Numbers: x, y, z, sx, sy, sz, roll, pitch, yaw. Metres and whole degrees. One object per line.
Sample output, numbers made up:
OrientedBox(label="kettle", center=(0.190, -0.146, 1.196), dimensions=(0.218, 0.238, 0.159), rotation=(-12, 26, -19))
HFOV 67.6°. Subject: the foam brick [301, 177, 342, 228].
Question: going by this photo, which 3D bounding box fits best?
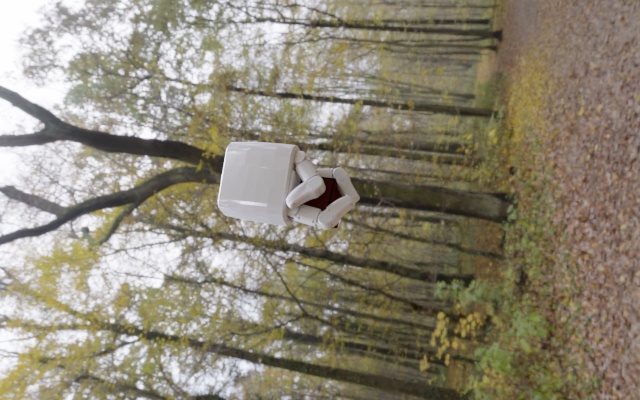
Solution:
OrientedBox(label="foam brick", center=(0.000, 0.003, 0.727), dimensions=(0.051, 0.053, 0.078), rotation=(6, -23, 14))
